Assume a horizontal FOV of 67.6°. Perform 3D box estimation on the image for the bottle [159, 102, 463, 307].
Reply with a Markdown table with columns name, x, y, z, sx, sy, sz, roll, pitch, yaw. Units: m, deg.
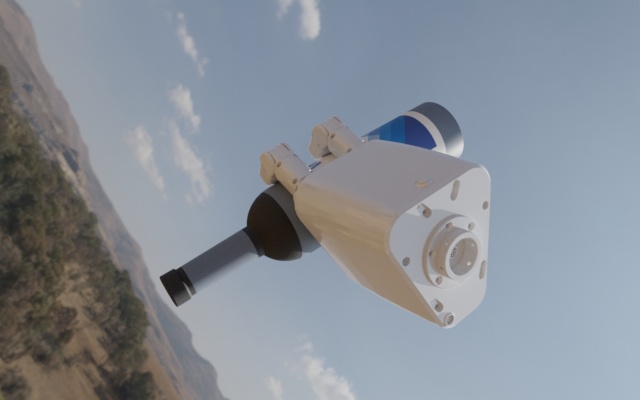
| name | x | y | z | sx | sy | sz | roll | pitch | yaw |
| --- | --- | --- | --- | --- | --- | --- | --- | --- | --- |
| bottle | 0.000 | 0.001 | 0.422 | 0.295 | 0.069 | 0.069 | -31 | 12 | -22 |
